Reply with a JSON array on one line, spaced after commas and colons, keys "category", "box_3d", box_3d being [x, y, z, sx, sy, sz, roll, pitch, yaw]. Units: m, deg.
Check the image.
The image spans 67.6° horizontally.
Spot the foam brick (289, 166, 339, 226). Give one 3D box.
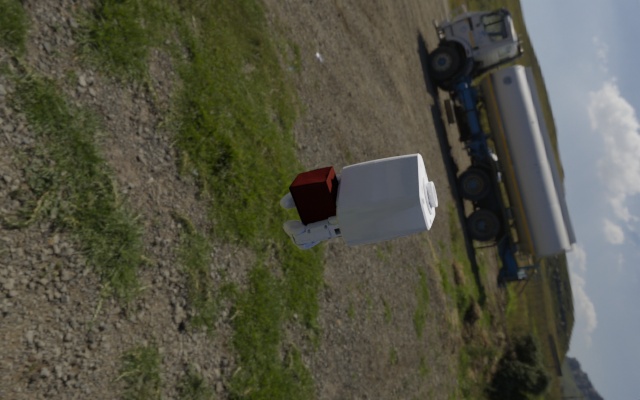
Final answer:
[{"category": "foam brick", "box_3d": [0.000, 0.002, 0.629, 0.051, 0.078, 0.053, -12, 23, 18]}]
